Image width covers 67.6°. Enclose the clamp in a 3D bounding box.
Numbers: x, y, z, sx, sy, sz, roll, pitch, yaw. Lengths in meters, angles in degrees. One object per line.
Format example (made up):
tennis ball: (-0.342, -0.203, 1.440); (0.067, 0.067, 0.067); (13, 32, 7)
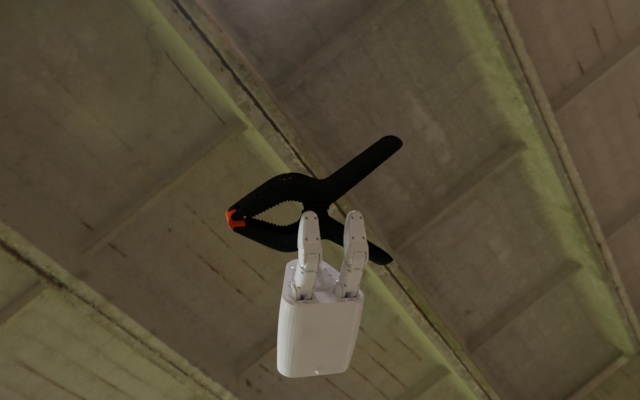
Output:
clamp: (-0.001, 0.002, 0.547); (0.210, 0.165, 0.036); (1, 20, -18)
